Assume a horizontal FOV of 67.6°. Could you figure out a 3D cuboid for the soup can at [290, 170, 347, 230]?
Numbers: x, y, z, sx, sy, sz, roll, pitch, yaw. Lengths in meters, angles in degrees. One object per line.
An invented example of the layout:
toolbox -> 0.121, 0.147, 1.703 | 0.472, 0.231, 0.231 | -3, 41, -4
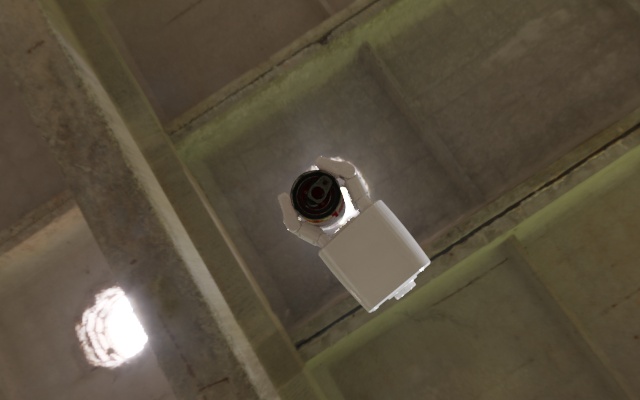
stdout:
soup can -> 0.000, 0.002, 0.669 | 0.068, 0.068, 0.102 | 0, -11, 7
